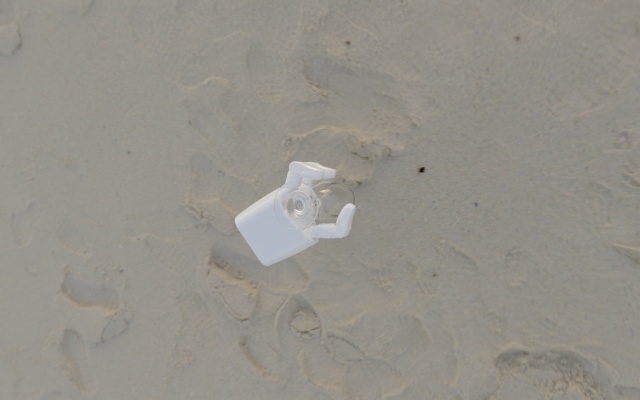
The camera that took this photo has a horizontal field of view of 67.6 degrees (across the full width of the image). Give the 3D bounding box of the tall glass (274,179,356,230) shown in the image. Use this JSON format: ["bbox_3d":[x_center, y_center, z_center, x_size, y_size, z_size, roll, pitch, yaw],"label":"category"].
[{"bbox_3d":[0.000,0.003,0.809,0.079,0.079,0.201,0,3,23],"label":"tall glass"}]
